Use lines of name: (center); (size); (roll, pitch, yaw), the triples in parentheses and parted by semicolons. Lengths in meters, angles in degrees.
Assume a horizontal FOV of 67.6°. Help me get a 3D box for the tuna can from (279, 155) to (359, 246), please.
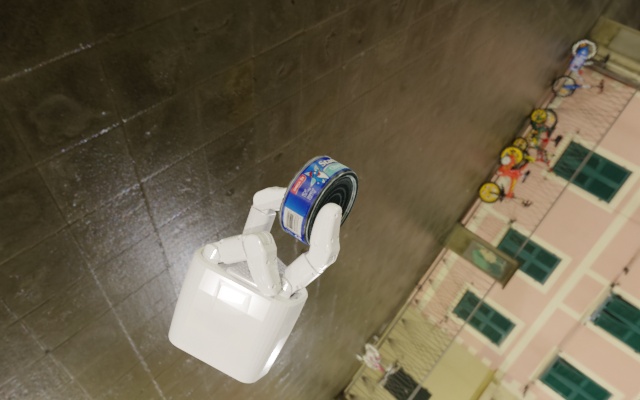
tuna can: (0.001, 0.002, 0.464); (0.033, 0.086, 0.086); (30, 14, 25)
